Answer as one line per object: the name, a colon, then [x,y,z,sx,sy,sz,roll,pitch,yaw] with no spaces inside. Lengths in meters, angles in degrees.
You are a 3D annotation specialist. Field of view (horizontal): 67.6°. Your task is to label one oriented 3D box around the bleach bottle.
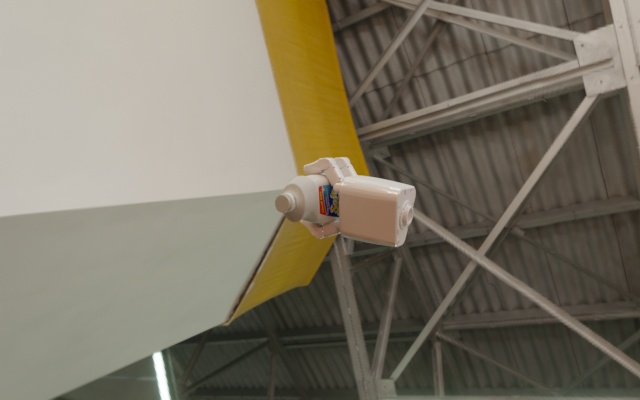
bleach bottle: [0.000,0.003,0.865,0.068,0.102,0.251,12,11,29]
